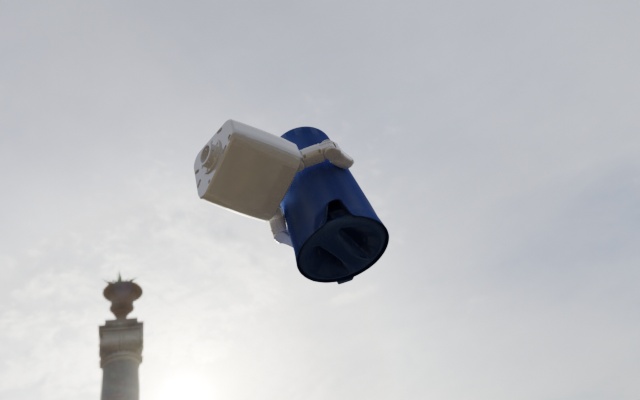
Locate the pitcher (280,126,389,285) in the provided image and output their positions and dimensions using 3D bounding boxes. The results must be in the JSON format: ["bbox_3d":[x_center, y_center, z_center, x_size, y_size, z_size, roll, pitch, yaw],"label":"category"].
[{"bbox_3d":[0.000,0.002,0.736,0.145,0.149,0.242,20,32,-35],"label":"pitcher"}]
